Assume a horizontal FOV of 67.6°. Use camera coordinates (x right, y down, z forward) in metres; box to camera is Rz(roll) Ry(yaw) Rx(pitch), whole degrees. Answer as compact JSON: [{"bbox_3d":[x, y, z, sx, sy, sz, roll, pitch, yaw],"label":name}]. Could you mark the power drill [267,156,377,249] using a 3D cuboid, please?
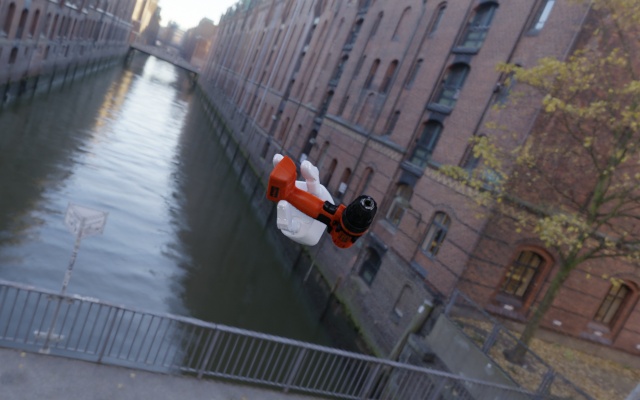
[{"bbox_3d":[0.000,0.003,0.823,0.187,0.057,0.184,34,-26,4],"label":"power drill"}]
